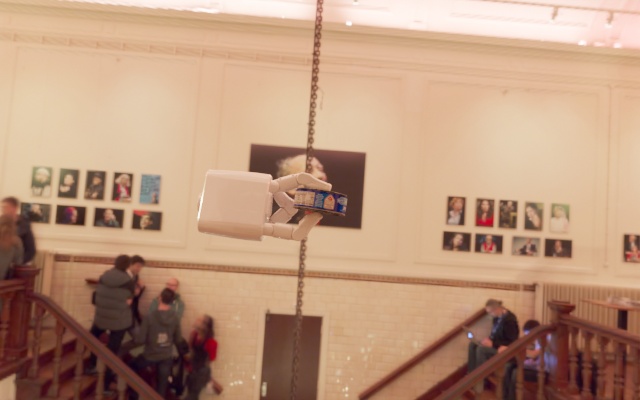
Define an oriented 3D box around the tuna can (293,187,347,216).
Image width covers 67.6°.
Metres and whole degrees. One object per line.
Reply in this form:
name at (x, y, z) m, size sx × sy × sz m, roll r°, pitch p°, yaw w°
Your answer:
tuna can at (0.000, 0.002, 0.774) m, size 0.086 × 0.034 × 0.086 m, roll 9°, pitch -4°, yaw 1°
